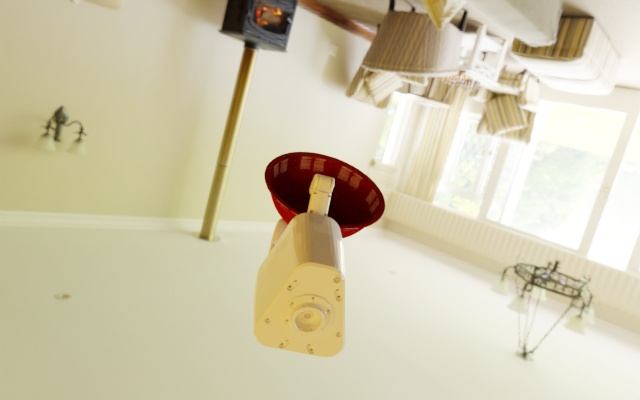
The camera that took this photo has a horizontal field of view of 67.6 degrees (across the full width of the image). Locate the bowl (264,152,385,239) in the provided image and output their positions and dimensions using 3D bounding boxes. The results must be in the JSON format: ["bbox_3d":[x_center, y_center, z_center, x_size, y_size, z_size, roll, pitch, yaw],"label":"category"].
[{"bbox_3d":[0.000,0.002,0.628,0.162,0.055,0.162,13,35,-10],"label":"bowl"}]
